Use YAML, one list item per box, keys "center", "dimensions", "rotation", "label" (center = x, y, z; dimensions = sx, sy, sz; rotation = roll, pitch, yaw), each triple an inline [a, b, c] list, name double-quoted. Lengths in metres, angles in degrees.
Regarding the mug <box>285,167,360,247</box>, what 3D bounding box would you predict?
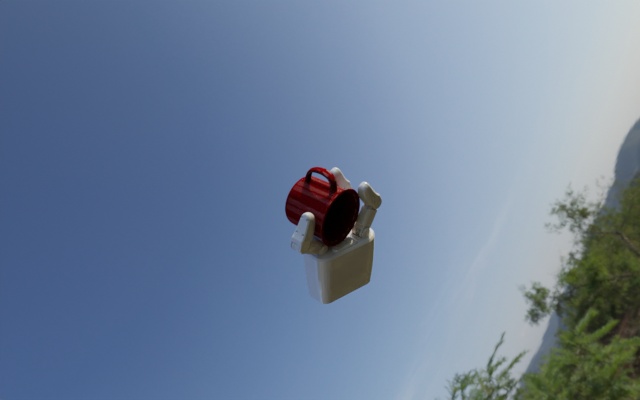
- center: [0.000, 0.001, 0.720]
  dimensions: [0.081, 0.117, 0.093]
  rotation: [25, 45, 33]
  label: "mug"
